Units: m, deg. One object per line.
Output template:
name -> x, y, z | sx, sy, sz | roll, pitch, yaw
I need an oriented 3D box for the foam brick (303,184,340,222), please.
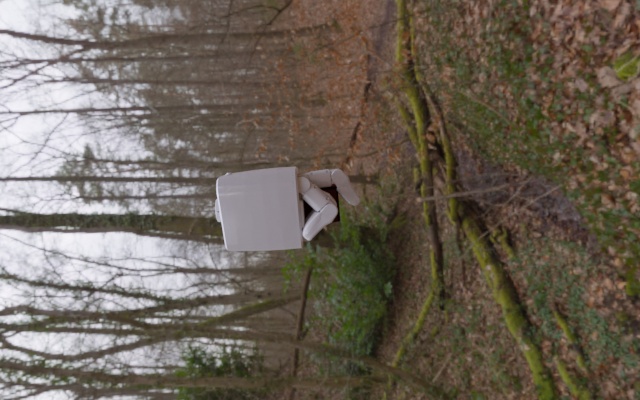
foam brick -> 0.000, 0.002, 0.717 | 0.051, 0.053, 0.078 | -5, 7, -1
